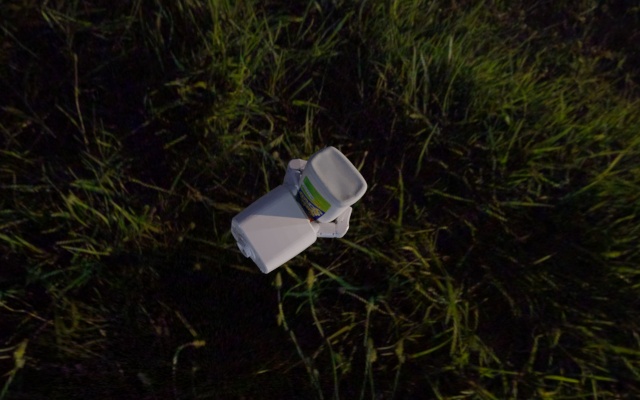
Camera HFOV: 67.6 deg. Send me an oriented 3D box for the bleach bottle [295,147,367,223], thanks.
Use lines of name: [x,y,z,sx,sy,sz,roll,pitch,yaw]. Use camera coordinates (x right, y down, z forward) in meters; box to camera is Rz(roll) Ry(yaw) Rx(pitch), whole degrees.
bleach bottle: [0.000,0.003,0.846,0.068,0.102,0.251,-35,-10,-22]
